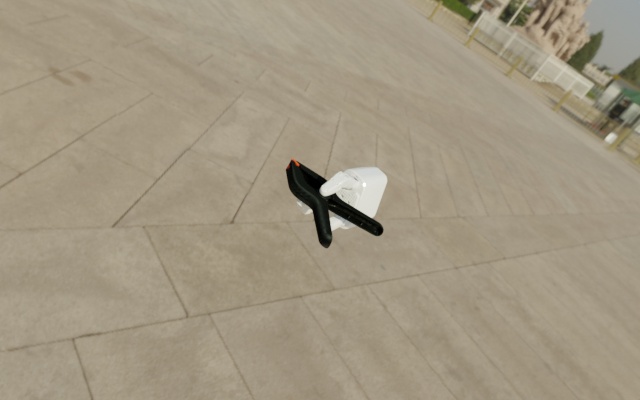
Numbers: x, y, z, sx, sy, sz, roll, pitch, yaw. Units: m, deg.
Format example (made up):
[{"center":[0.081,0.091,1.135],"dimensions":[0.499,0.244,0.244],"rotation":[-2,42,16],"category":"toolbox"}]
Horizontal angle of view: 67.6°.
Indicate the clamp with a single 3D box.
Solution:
[{"center":[0.000,0.002,0.844],"dimensions":[0.210,0.036,0.164],"rotation":[44,29,20],"category":"clamp"}]
